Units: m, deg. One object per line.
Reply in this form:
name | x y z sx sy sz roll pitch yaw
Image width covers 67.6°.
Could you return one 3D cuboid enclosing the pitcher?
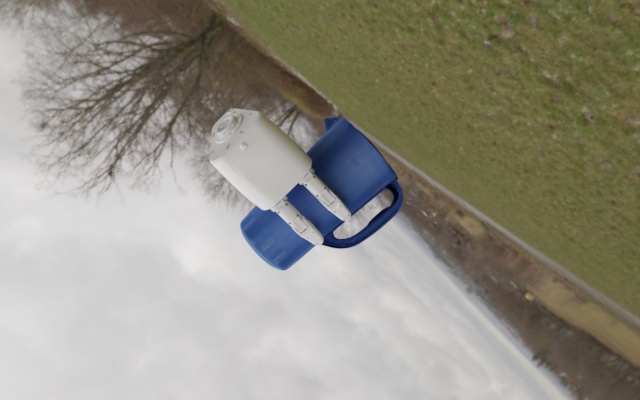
pitcher | 0.000 0.002 0.752 0.145 0.243 0.149 44 5 -35
